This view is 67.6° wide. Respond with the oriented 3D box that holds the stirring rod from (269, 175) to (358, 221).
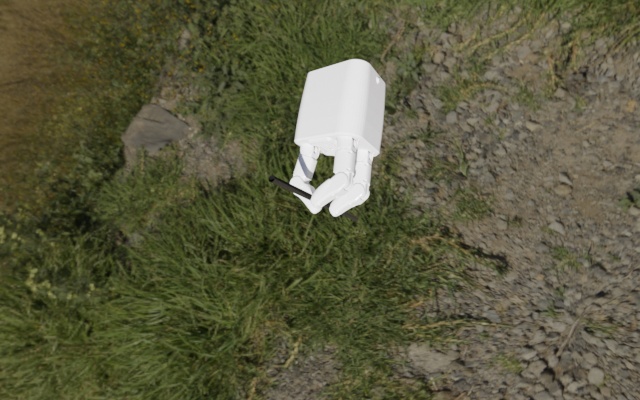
[{"bbox_3d":[0.000,0.002,0.638,0.011,0.011,0.239,0,-13,28],"label":"stirring rod"}]
